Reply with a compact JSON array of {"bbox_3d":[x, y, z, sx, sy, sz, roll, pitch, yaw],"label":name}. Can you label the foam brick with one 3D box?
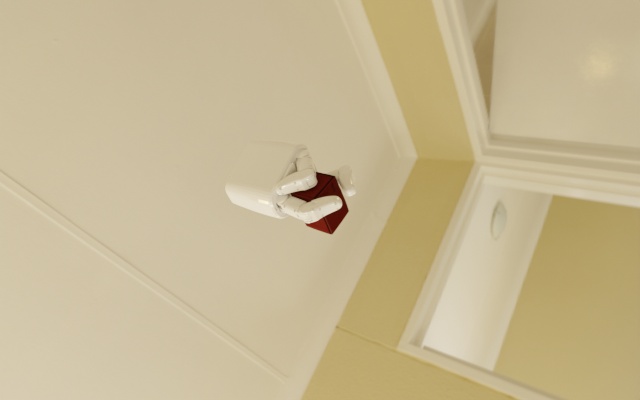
[{"bbox_3d":[0.000,0.003,0.720,0.051,0.078,0.053,14,52,37],"label":"foam brick"}]
